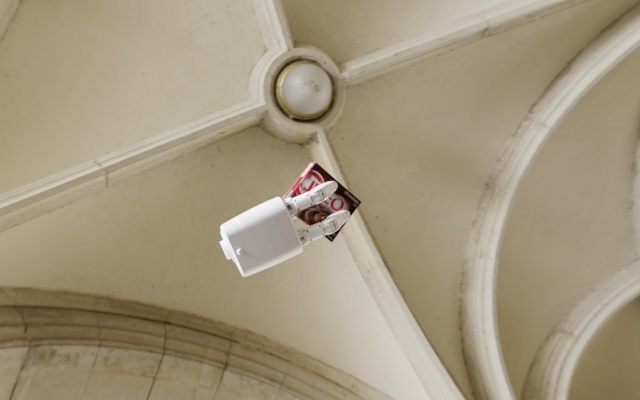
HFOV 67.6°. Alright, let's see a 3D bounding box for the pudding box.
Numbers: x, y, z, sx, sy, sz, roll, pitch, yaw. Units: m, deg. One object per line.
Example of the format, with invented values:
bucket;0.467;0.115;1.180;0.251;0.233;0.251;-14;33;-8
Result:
pudding box;0.000;0.003;0.822;0.113;0.090;0.039;40;-10;-19
